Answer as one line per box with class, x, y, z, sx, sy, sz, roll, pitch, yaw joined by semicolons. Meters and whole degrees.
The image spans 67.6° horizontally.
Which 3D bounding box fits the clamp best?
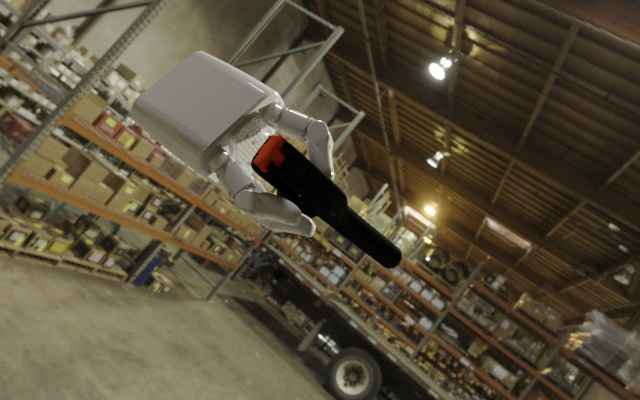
clamp;0.000;0.001;0.445;0.164;0.036;0.210;31;-8;18
